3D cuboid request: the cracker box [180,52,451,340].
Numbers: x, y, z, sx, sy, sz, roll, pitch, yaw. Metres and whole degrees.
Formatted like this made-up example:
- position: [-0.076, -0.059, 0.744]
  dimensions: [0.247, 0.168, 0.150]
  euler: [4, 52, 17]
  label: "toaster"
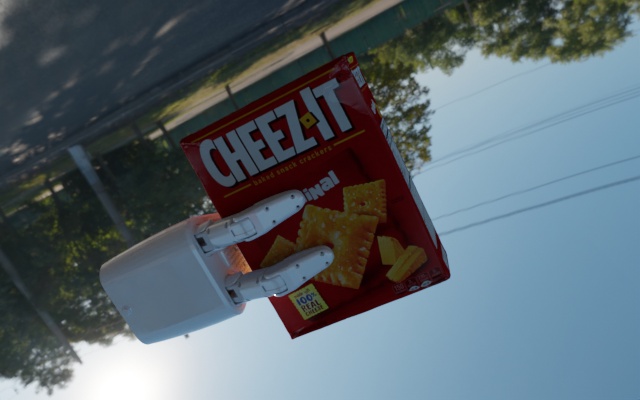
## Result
- position: [0.000, 0.002, 0.435]
  dimensions: [0.164, 0.214, 0.072]
  euler: [-24, 14, 15]
  label: "cracker box"
